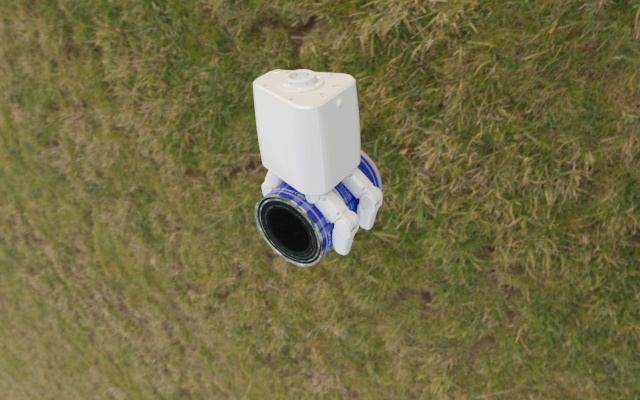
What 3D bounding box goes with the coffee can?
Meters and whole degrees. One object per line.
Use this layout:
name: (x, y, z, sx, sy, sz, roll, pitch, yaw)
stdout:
coffee can: (0.000, 0.002, 0.613, 0.103, 0.103, 0.140, 0, 31, 42)
